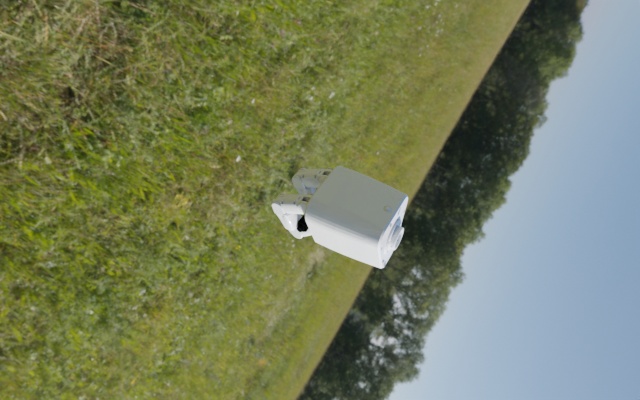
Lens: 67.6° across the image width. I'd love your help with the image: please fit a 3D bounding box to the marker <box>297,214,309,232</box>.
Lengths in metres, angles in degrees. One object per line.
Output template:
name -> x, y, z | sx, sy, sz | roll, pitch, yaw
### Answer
marker -> 0.000, 0.002, 0.708 | 0.020, 0.020, 0.121 | 0, 41, 41
